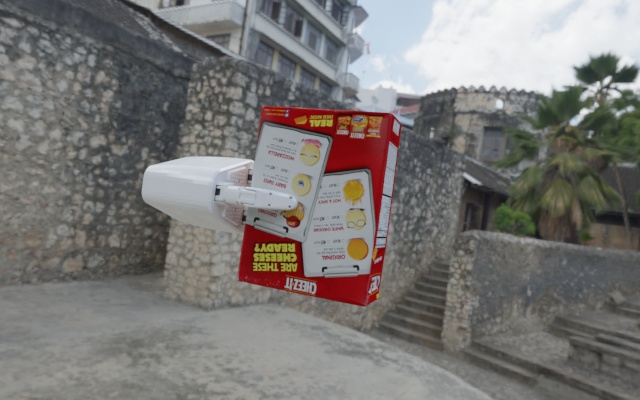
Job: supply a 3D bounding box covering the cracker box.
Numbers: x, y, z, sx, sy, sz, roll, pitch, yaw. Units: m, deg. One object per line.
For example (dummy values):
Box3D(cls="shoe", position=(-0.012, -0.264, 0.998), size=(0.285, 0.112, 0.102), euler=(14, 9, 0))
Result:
Box3D(cls="cracker box", position=(0.000, 0.002, 0.570), size=(0.164, 0.213, 0.072), euler=(7, -1, 22))
